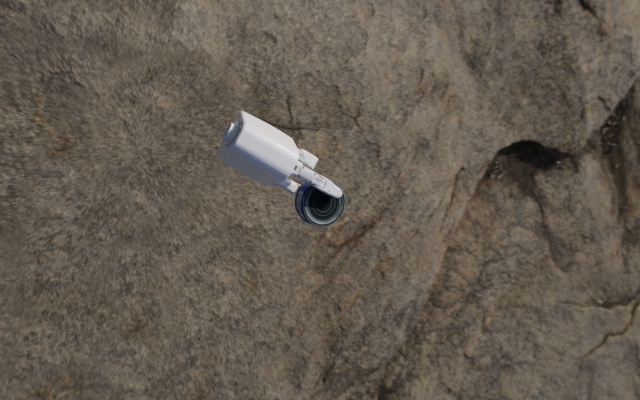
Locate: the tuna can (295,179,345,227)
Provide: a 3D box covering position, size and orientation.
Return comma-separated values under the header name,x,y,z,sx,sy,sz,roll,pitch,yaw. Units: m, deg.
name,x,y,z,sx,sy,sz,roll,pitch,yaw
tuna can,0.000,0.003,0.843,0.086,0.086,0.033,0,8,-26
